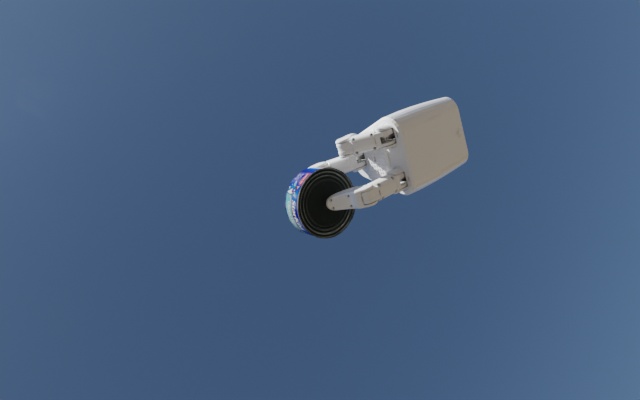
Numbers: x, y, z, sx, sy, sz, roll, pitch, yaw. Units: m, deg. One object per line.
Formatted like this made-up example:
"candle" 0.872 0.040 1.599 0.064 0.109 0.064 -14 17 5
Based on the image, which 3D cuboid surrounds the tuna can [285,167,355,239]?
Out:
"tuna can" 0.000 0.002 0.583 0.086 0.086 0.034 0 5 -35
